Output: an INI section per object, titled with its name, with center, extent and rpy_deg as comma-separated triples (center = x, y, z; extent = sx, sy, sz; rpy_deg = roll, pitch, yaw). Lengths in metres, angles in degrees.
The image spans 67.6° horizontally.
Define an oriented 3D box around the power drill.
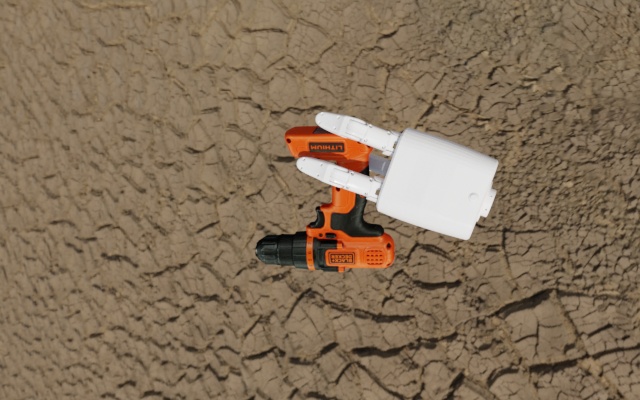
[power drill]
center = 0.000, 0.002, 0.603
extent = 0.184, 0.188, 0.057
rpy_deg = -1, 23, 7
